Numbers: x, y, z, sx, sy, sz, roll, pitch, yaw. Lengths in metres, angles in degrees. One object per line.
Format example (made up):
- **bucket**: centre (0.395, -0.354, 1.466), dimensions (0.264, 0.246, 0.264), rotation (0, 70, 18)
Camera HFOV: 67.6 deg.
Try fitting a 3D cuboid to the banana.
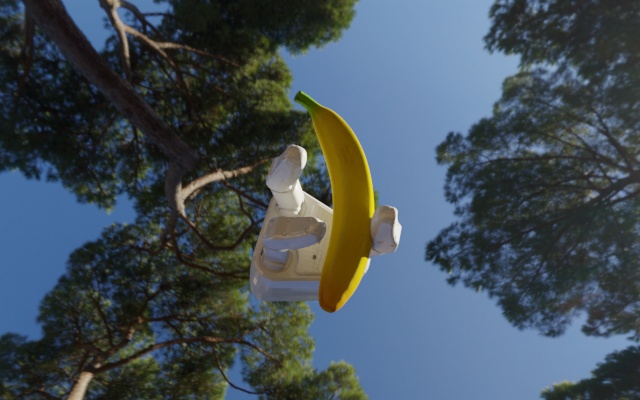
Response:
- **banana**: centre (0.017, -0.002, 0.422), dimensions (0.069, 0.197, 0.037), rotation (0, -21, -24)
